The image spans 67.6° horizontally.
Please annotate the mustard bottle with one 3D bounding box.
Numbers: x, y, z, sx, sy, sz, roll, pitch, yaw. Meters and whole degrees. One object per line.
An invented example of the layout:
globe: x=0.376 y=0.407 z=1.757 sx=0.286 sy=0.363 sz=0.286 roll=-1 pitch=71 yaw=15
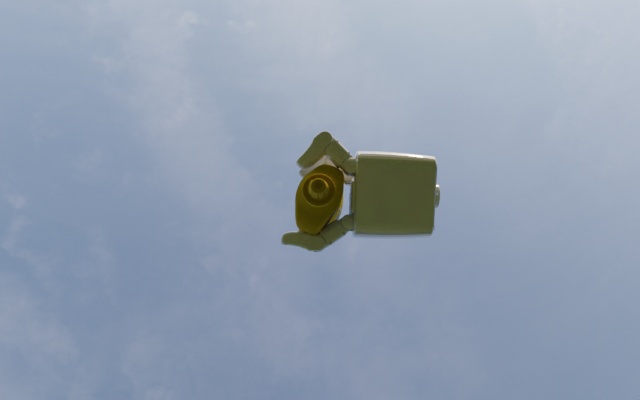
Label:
mustard bottle: x=0.000 y=0.002 z=0.654 sx=0.058 sy=0.096 sz=0.192 roll=26 pitch=-10 yaw=6
